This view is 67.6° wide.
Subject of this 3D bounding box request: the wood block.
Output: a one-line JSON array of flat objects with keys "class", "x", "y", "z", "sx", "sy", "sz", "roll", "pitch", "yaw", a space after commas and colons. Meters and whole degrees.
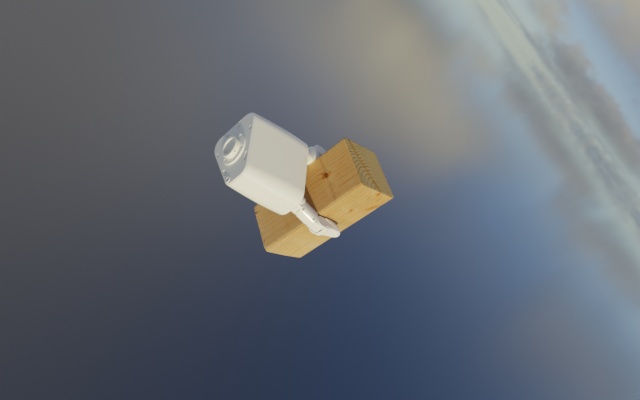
[{"class": "wood block", "x": 0.000, "y": 0.003, "z": 0.776, "sx": 0.206, "sy": 0.090, "sz": 0.090, "roll": -35, "pitch": -32, "yaw": 28}]
